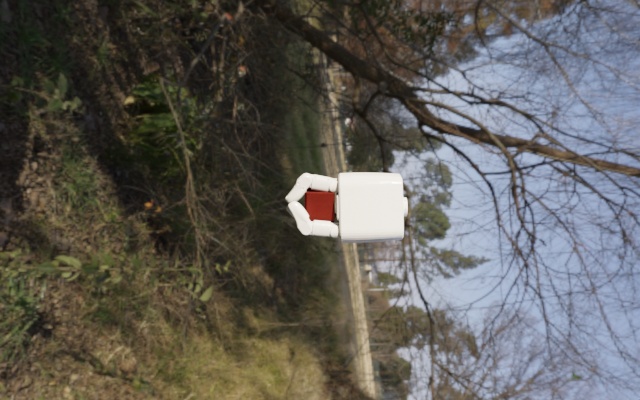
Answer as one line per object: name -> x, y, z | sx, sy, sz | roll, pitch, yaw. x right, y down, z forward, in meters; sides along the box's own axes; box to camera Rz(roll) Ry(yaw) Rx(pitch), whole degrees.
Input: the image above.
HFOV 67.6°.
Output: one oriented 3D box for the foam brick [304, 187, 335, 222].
foam brick -> 0.000, 0.003, 0.835 | 0.051, 0.053, 0.078 | 0, 16, 2
